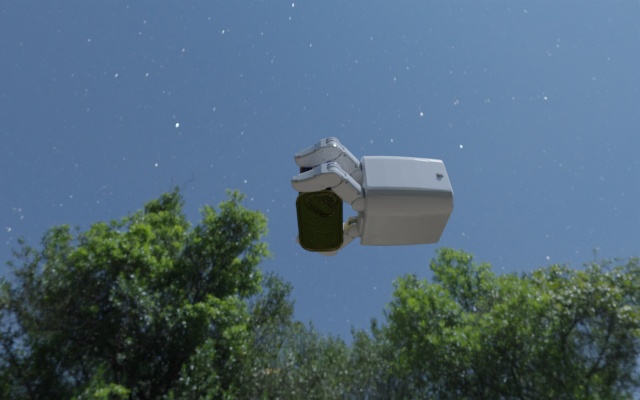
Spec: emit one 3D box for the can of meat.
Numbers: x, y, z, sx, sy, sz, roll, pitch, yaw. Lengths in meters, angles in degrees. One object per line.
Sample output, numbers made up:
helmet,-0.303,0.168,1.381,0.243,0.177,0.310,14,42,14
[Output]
can of meat,0.000,0.002,0.626,0.057,0.102,0.083,-2,40,2
